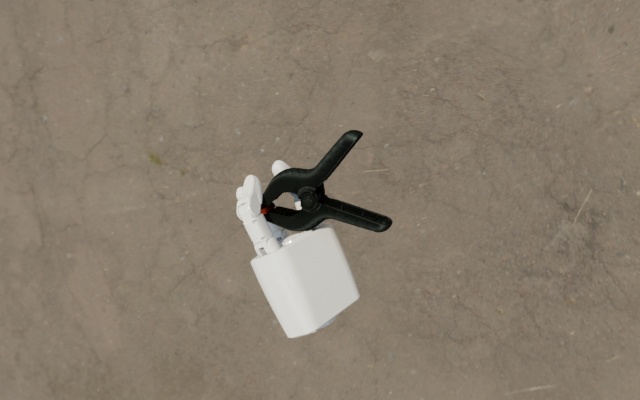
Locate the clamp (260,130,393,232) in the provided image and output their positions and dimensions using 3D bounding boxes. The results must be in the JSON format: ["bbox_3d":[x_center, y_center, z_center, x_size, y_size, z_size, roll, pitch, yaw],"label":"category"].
[{"bbox_3d":[0.000,0.002,0.567,0.171,0.120,0.039,-23,3,31],"label":"clamp"}]
